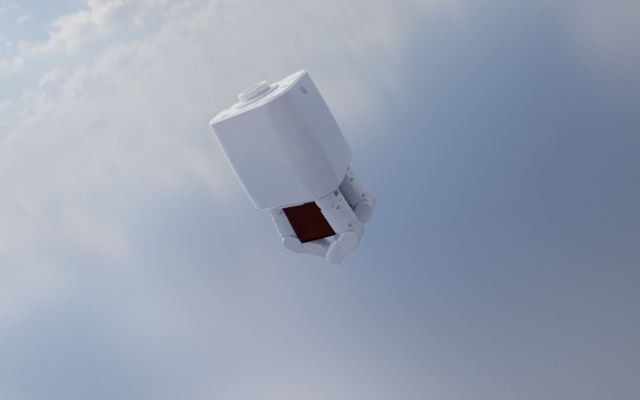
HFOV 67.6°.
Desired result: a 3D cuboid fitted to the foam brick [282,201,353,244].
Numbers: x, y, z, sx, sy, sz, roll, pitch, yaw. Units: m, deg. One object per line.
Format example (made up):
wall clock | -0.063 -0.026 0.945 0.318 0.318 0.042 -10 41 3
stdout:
foam brick | 0.000 0.002 0.534 0.053 0.051 0.078 -17 24 24
